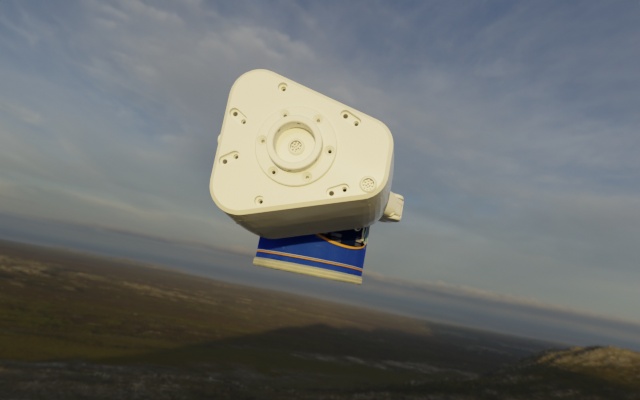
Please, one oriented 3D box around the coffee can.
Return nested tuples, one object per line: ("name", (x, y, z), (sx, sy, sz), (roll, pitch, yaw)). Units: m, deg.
("coffee can", (0.000, 0.002, 0.456), (0.103, 0.140, 0.103), (10, -9, 2))
